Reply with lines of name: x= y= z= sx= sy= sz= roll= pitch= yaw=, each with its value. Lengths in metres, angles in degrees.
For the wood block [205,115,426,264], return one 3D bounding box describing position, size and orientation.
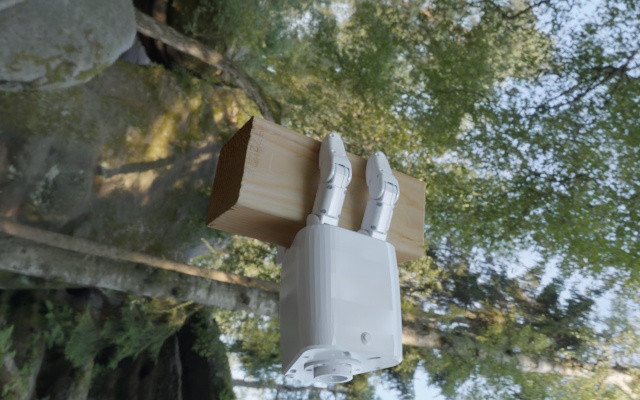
wood block: x=0.000 y=0.002 z=0.495 sx=0.206 sy=0.090 sz=0.091 roll=18 pitch=-25 yaw=-27
